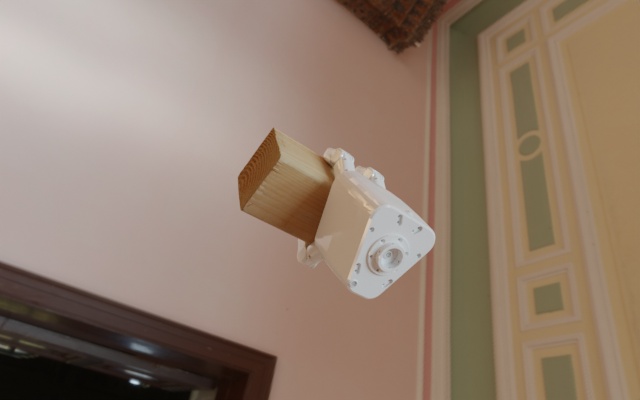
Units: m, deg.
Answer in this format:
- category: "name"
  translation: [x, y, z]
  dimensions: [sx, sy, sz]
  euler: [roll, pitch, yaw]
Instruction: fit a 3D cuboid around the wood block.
- category: "wood block"
  translation: [0.000, 0.003, 0.650]
  dimensions: [0.206, 0.091, 0.090]
  euler: [29, 22, -27]
